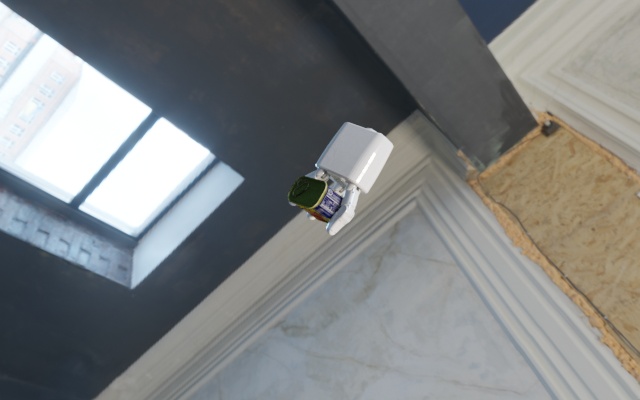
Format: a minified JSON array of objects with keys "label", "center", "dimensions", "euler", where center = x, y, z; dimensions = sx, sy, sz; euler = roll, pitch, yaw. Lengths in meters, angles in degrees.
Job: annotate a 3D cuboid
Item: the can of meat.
[{"label":"can of meat","center":[0.000,0.003,0.900],"dimensions":[0.084,0.057,0.102],"euler":[36,-11,-35]}]
